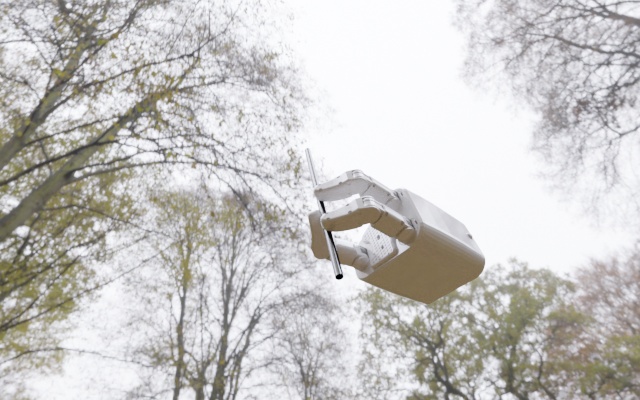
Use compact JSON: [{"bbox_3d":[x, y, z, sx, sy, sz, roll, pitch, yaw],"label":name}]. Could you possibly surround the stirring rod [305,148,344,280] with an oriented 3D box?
[{"bbox_3d":[0.000,0.002,0.531,0.011,0.011,0.239,0,34,-10],"label":"stirring rod"}]
